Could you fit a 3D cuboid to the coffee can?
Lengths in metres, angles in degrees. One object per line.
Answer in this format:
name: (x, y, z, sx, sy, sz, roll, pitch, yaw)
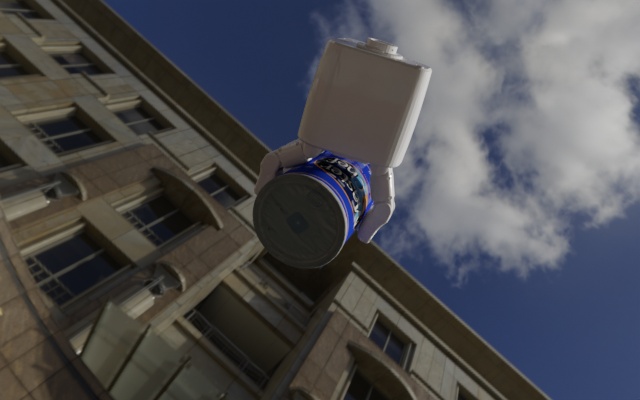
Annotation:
coffee can: (0.000, 0.002, 0.545, 0.103, 0.103, 0.140, 0, 18, 21)
